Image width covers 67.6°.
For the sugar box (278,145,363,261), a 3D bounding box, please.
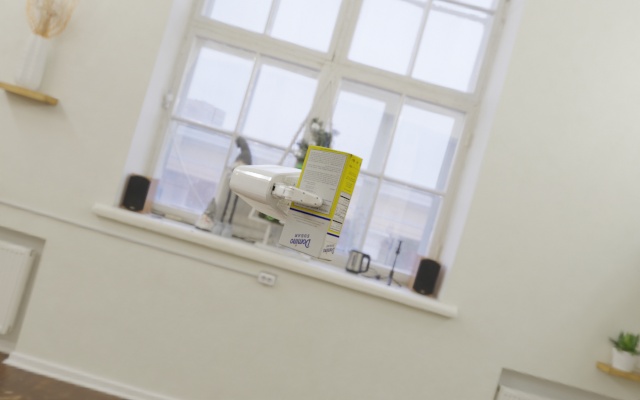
[{"bbox_3d":[0.000,0.003,0.787,0.093,0.176,0.048,16,-1,39],"label":"sugar box"}]
